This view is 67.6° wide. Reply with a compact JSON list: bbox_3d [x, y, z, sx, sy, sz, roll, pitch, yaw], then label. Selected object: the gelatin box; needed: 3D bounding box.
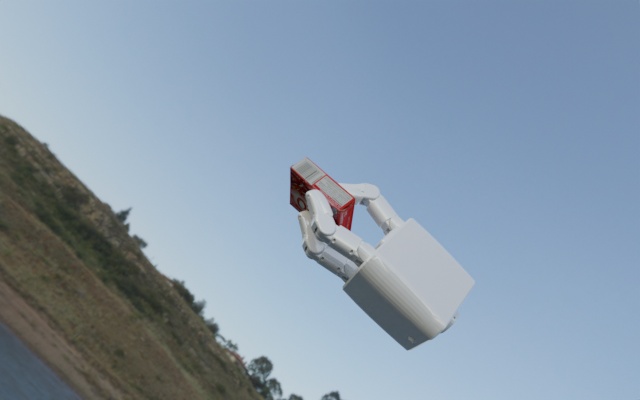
[{"bbox_3d":[0.000,0.001,0.581,0.030,0.089,0.073,-35,-28,-26],"label":"gelatin box"}]
